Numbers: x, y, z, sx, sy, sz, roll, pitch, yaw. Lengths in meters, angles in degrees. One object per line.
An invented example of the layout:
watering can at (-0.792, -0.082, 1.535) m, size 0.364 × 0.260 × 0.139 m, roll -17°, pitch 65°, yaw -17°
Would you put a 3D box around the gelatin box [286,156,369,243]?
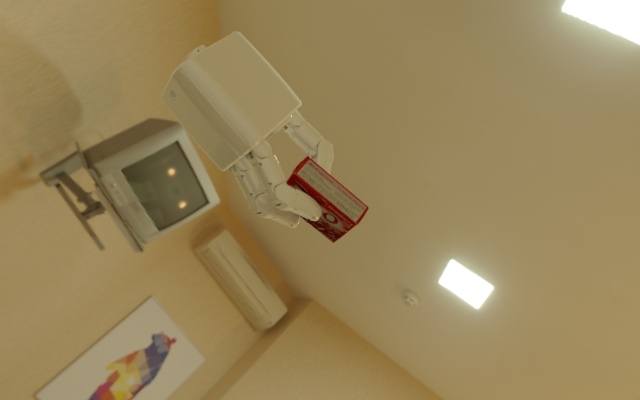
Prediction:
gelatin box at (0.001, 0.002, 0.532) m, size 0.089 × 0.030 × 0.073 m, roll 39°, pitch -28°, yaw -2°
